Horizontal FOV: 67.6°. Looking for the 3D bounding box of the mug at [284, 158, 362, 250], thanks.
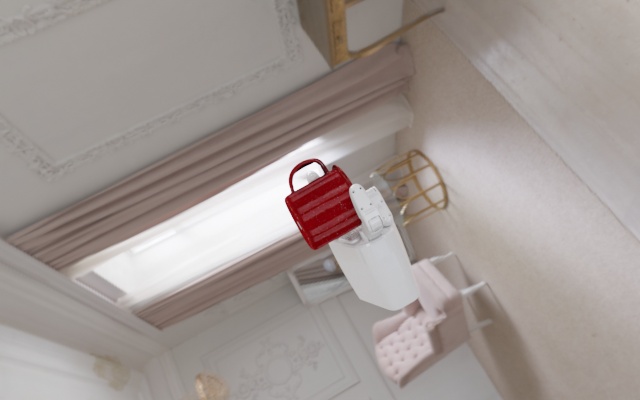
[{"bbox_3d":[-0.001,0.001,0.626,0.081,0.117,0.093,-29,12,-7],"label":"mug"}]
